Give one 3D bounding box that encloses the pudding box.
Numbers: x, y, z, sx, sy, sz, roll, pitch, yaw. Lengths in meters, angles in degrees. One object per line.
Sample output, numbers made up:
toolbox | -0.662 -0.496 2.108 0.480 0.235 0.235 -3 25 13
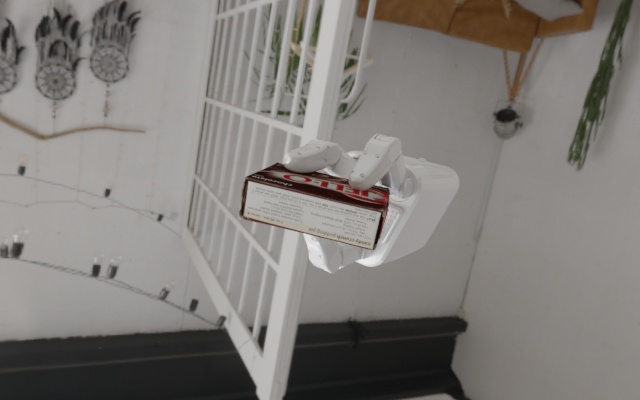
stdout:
pudding box | 0.000 0.001 0.403 0.113 0.039 0.090 11 13 8
